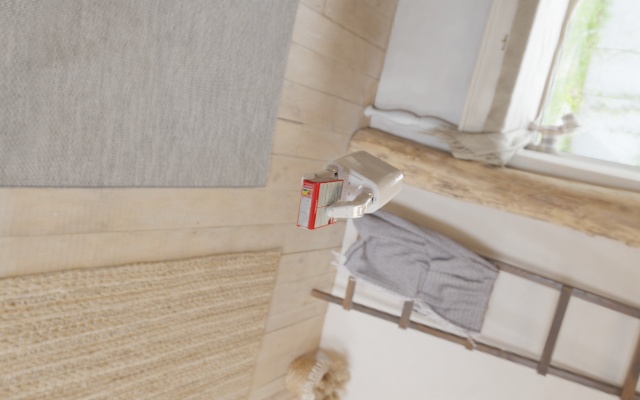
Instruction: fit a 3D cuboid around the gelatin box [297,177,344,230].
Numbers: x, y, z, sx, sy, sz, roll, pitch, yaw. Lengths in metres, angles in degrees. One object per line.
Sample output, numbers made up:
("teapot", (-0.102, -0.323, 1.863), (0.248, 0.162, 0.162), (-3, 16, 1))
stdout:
("gelatin box", (0.000, 0.003, 0.744), (0.030, 0.073, 0.089), (14, 12, 26))
